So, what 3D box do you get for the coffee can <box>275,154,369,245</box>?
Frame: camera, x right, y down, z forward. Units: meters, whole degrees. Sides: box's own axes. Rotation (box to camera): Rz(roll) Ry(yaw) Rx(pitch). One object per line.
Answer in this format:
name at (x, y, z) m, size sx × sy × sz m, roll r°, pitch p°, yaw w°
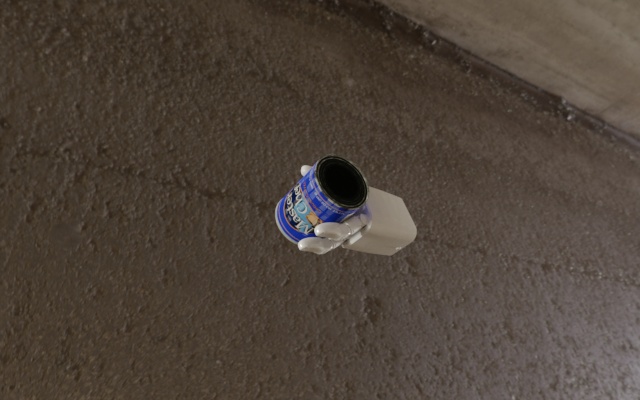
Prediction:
coffee can at (0.000, 0.003, 0.803) m, size 0.103 × 0.102 × 0.140 m, roll 0°, pitch -29°, yaw -36°
